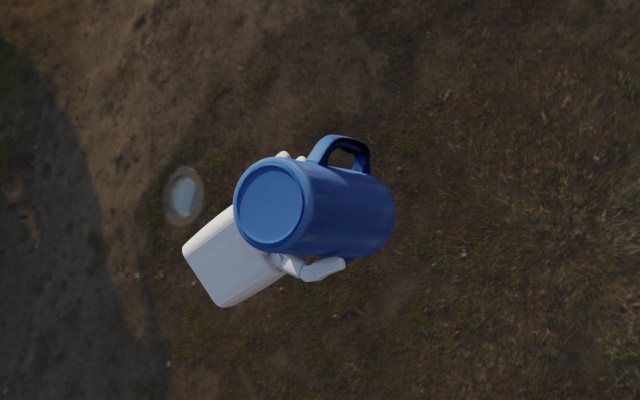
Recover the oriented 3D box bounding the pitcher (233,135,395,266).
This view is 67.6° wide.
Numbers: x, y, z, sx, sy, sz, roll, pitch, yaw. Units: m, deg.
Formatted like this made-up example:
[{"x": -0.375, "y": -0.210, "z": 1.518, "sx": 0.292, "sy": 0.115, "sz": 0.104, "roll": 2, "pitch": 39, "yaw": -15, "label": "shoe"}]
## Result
[{"x": 0.000, "y": 0.002, "z": 0.628, "sx": 0.145, "sy": 0.149, "sz": 0.243, "roll": -33, "pitch": -18, "yaw": 21, "label": "pitcher"}]
